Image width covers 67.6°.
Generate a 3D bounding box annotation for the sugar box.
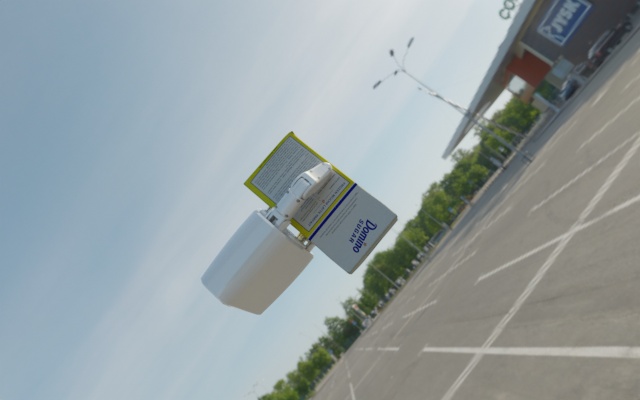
[{"bbox_3d":[0.000,0.002,0.599,0.176,0.093,0.048,40,-2,13],"label":"sugar box"}]
